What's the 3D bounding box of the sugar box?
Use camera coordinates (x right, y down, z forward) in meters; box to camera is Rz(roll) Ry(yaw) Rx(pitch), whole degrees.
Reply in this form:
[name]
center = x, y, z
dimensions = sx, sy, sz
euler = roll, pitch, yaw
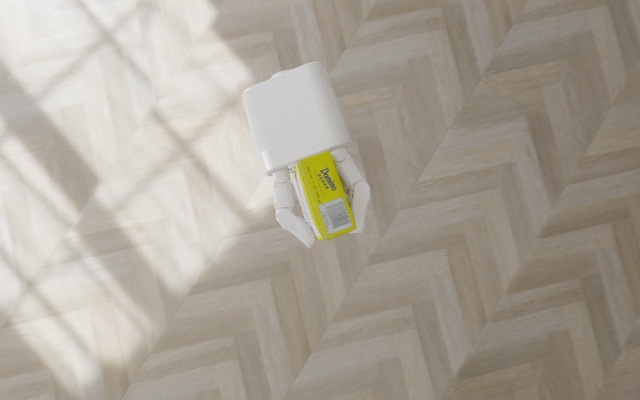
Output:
[sugar box]
center = 0.001, 0.002, 0.597
dimensions = 0.048, 0.093, 0.176
euler = -18, -3, -4
